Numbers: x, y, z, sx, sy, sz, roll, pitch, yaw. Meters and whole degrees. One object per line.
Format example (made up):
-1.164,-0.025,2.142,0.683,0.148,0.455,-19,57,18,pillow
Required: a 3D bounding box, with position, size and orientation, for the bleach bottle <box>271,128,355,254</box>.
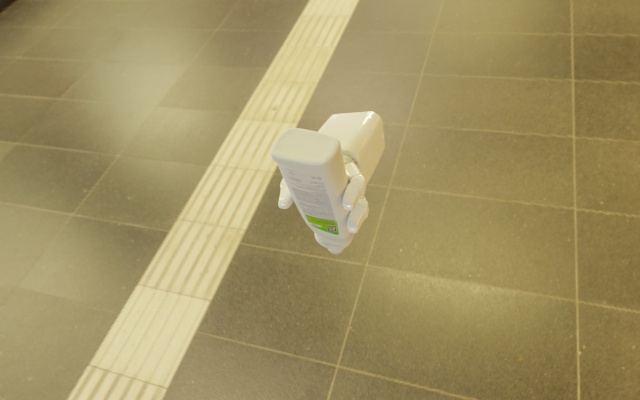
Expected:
0.000,0.003,0.766,0.102,0.068,0.251,15,-35,24,bleach bottle
